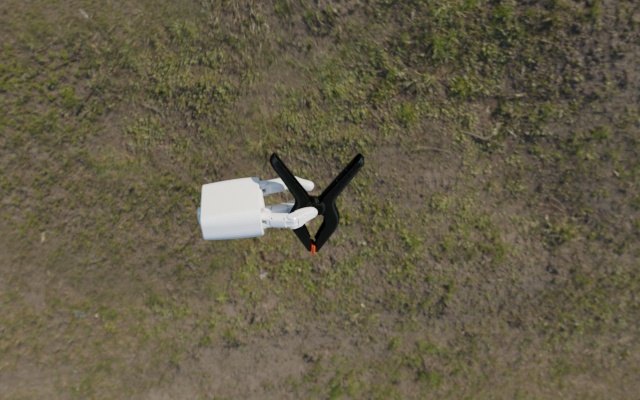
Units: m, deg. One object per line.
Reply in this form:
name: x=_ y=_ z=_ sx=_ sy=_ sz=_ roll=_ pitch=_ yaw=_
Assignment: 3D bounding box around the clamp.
clamp: x=0.000 y=0.004 z=0.871 sx=0.164 sy=0.210 sz=0.036 roll=-6 pitch=29 yaw=-3
